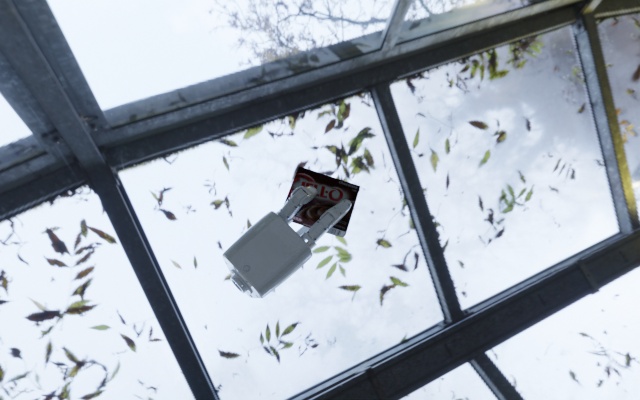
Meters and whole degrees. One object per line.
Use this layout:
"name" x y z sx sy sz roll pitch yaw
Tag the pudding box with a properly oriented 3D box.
"pudding box" 0.000 0.003 0.798 0.113 0.090 0.039 19 -26 0
